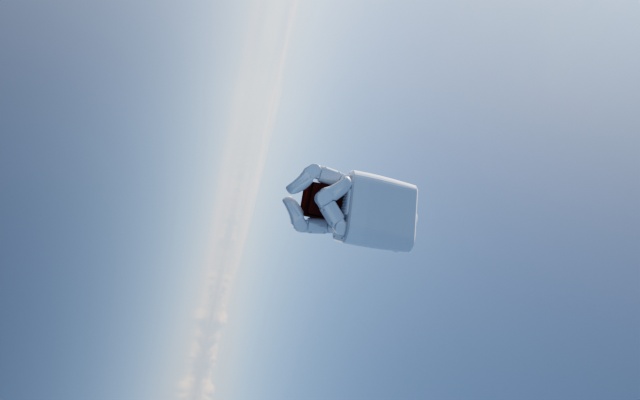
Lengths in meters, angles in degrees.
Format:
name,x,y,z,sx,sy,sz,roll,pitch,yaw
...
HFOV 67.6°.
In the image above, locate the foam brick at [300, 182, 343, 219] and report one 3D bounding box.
name,x,y,z,sx,sy,sz,roll,pitch,yaw
foam brick,0.000,0.002,0.745,0.051,0.053,0.078,11,-3,-10
